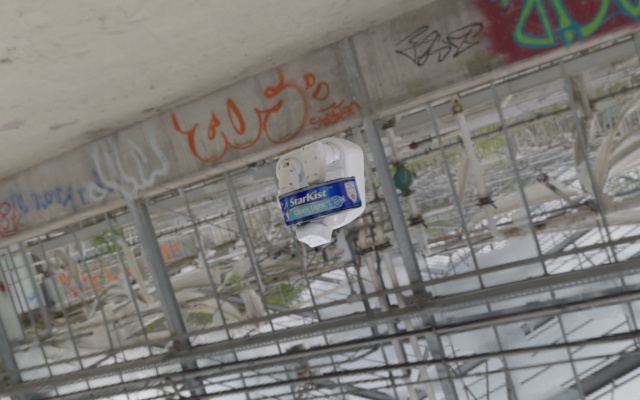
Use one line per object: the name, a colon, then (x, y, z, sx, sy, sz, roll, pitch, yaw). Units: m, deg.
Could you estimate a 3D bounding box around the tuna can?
tuna can: (0.000, 0.002, 0.508, 0.086, 0.034, 0.086, -15, -3, -1)
